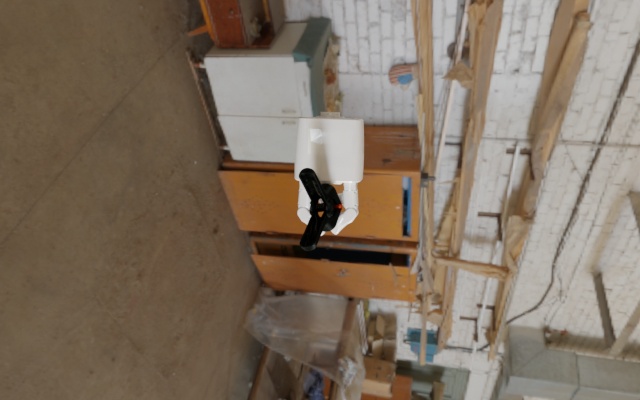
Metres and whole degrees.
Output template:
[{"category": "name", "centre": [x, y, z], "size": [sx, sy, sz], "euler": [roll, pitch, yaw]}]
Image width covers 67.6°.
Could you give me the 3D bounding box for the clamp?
[{"category": "clamp", "centre": [0.001, 0.003, 0.760], "size": [0.039, 0.120, 0.171], "euler": [5, 11, 14]}]
